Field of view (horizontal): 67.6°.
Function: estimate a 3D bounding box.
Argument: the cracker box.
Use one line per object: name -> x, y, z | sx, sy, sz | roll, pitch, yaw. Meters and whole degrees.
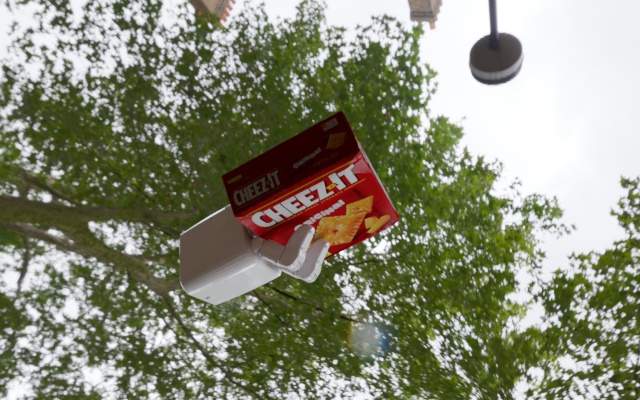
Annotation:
cracker box -> 0.000, 0.002, 0.626 | 0.164, 0.072, 0.214 | -28, -31, 8
